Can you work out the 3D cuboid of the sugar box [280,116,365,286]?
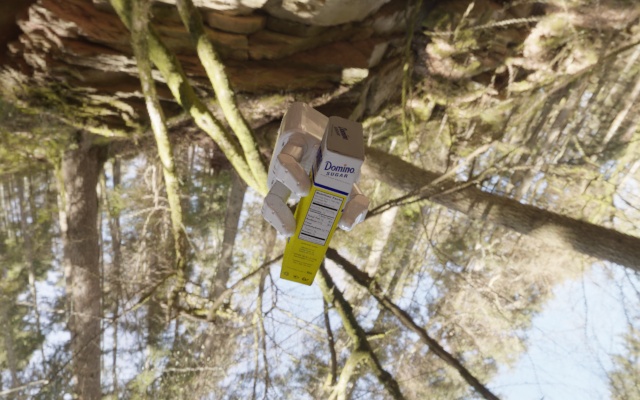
[{"bbox_3d":[0.000,0.002,0.540,0.048,0.176,0.093,15,31,-6],"label":"sugar box"}]
